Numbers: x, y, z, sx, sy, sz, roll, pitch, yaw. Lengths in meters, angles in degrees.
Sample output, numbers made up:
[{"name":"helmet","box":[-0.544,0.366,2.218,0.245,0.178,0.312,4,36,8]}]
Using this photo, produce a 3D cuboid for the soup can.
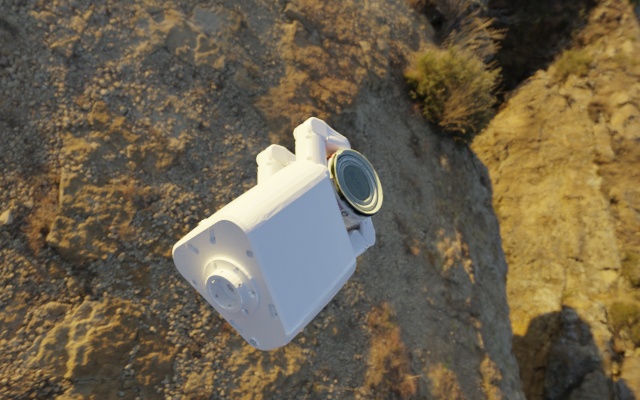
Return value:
[{"name":"soup can","box":[0.001,0.001,0.458,0.102,0.068,0.068,-29,-19,38]}]
